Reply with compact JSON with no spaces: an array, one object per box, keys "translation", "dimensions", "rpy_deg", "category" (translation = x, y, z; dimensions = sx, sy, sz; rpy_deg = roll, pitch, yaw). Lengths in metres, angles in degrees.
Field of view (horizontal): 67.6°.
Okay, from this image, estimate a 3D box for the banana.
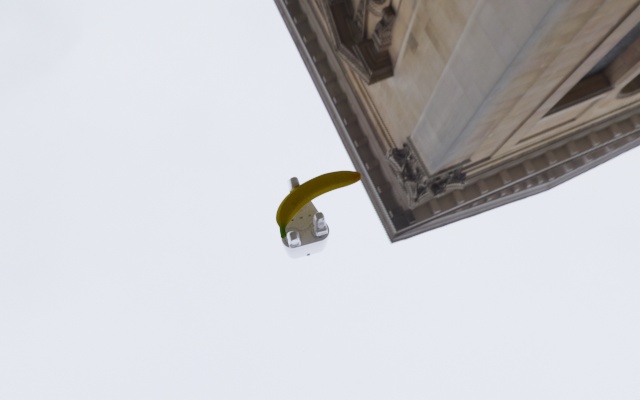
[{"translation":[-0.015,-0.008,0.898],"dimensions":[0.197,0.069,0.037],"rpy_deg":[-38,-20,-16],"category":"banana"}]
